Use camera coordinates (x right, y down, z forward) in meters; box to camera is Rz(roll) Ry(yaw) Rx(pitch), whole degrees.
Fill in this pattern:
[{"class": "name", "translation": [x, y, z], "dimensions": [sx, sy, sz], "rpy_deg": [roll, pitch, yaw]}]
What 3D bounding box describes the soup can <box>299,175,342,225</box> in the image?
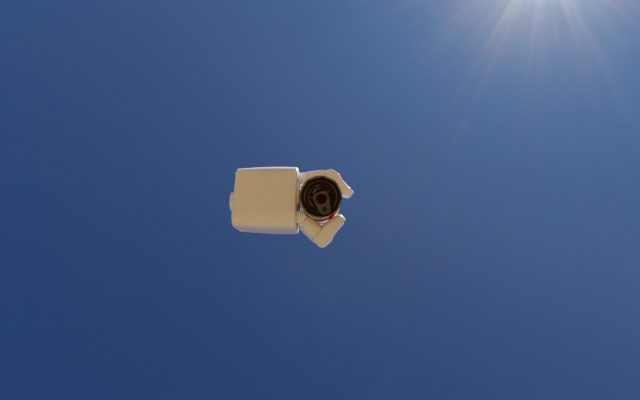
[{"class": "soup can", "translation": [0.001, 0.003, 0.801], "dimensions": [0.068, 0.068, 0.102], "rpy_deg": [0, -10, 0]}]
